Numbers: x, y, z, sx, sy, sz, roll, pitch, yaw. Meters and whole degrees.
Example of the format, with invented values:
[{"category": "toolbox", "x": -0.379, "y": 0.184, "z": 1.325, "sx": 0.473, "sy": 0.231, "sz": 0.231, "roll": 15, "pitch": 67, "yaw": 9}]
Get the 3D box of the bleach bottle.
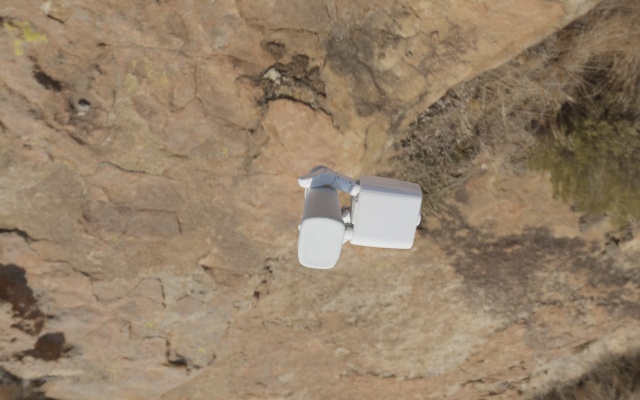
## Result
[{"category": "bleach bottle", "x": 0.000, "y": 0.003, "z": 0.827, "sx": 0.068, "sy": 0.103, "sz": 0.250, "roll": 8, "pitch": 31, "yaw": -5}]
